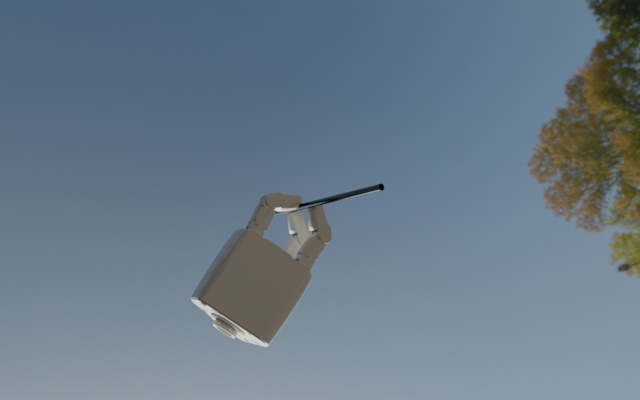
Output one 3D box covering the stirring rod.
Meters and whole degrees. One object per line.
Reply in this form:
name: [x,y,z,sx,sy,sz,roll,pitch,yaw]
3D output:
stirring rod: [0.000,0.002,0.615,0.011,0.011,0.239,0,-8,-34]
